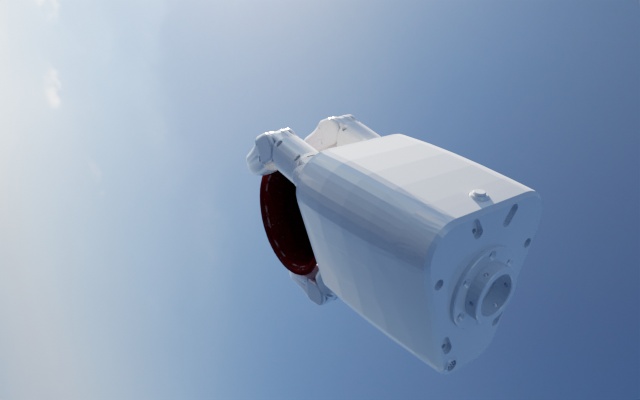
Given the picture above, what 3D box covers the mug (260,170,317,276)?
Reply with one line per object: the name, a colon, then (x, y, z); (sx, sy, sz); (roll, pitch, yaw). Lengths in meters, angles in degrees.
mug: (-0.001, 0.001, 0.405); (0.081, 0.093, 0.117); (-14, 31, -32)
